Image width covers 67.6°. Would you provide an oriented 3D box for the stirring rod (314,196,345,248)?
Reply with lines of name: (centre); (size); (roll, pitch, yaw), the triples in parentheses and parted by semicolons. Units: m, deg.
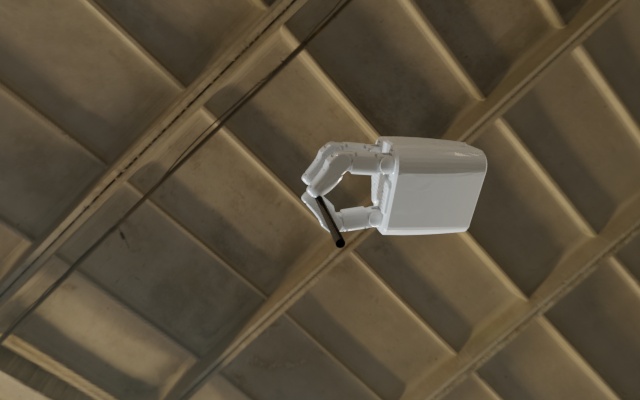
stirring rod: (0.000, 0.002, 0.506); (0.011, 0.011, 0.239); (0, 16, -8)
